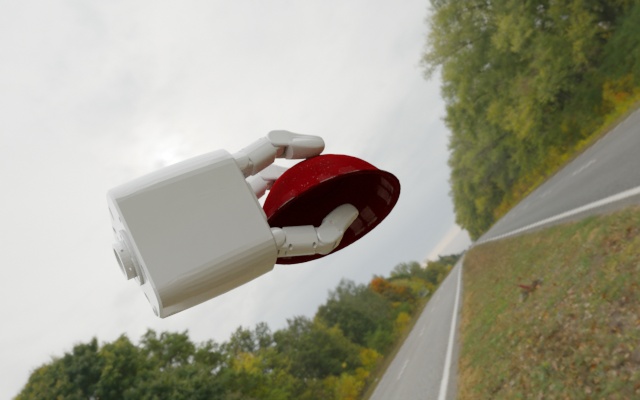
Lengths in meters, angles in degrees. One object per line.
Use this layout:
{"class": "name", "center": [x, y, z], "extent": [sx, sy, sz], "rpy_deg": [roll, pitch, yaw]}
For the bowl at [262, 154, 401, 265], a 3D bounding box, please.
{"class": "bowl", "center": [0.001, 0.001, 0.498], "extent": [0.162, 0.055, 0.162], "rpy_deg": [-20, -29, -12]}
